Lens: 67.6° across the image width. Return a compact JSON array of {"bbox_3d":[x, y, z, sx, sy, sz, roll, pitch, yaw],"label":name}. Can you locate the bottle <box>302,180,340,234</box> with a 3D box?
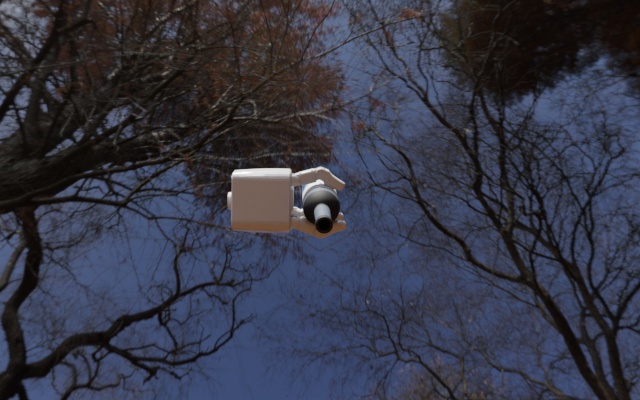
[{"bbox_3d":[0.000,0.003,0.879,0.069,0.069,0.295,0,14,-2],"label":"bottle"}]
